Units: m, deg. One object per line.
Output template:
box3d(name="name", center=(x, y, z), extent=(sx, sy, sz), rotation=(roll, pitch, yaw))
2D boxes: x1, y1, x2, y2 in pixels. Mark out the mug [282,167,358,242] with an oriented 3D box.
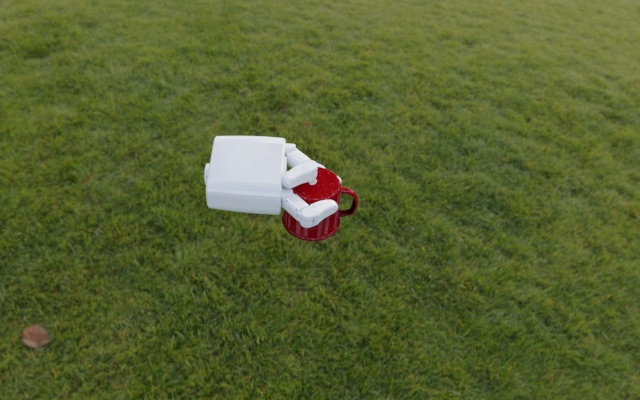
box3d(name="mug", center=(0.002, 0.002, 0.734), extent=(0.117, 0.082, 0.093), rotation=(3, 43, -4))
